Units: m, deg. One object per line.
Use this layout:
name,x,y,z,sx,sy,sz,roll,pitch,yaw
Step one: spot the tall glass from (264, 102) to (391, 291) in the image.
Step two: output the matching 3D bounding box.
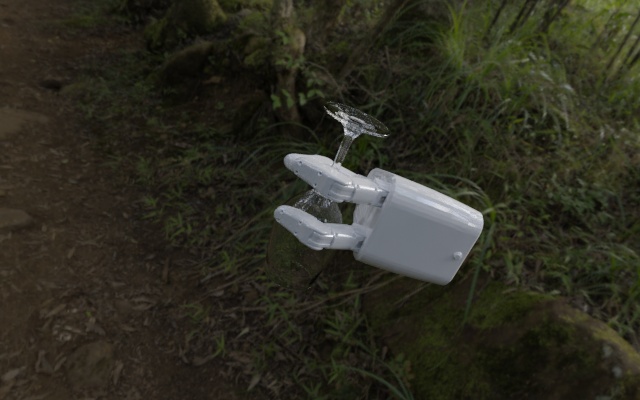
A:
tall glass,0.000,0.001,0.515,0.079,0.201,0.079,20,23,-9
